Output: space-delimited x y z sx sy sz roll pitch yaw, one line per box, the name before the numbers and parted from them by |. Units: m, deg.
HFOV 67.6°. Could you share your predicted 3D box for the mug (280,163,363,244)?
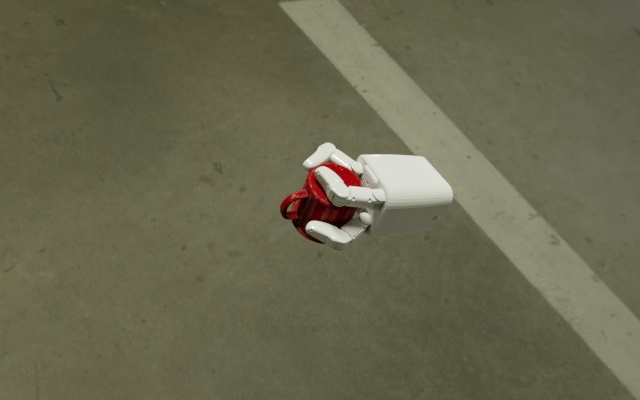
mug | -0.001 0.002 0.673 0.117 0.093 0.082 -4 -36 -22
